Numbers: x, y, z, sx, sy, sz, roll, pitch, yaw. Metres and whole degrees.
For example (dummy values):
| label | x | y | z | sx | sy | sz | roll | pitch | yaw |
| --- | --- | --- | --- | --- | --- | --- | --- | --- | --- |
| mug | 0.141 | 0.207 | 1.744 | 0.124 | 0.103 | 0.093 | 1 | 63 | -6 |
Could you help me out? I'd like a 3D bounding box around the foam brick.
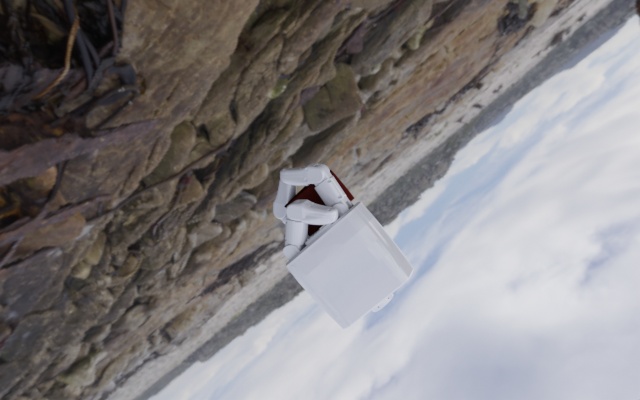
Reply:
| label | x | y | z | sx | sy | sz | roll | pitch | yaw |
| --- | --- | --- | --- | --- | --- | --- | --- | --- | --- |
| foam brick | 0.000 | 0.002 | 0.619 | 0.053 | 0.051 | 0.078 | -42 | -3 | 25 |
